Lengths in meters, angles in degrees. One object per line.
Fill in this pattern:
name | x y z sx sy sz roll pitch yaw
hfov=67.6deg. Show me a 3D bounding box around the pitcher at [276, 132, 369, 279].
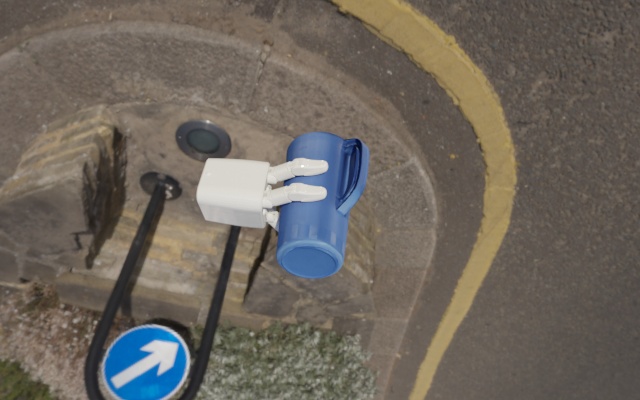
pitcher | 0.000 0.003 0.819 0.145 0.242 0.149 7 -40 -2
